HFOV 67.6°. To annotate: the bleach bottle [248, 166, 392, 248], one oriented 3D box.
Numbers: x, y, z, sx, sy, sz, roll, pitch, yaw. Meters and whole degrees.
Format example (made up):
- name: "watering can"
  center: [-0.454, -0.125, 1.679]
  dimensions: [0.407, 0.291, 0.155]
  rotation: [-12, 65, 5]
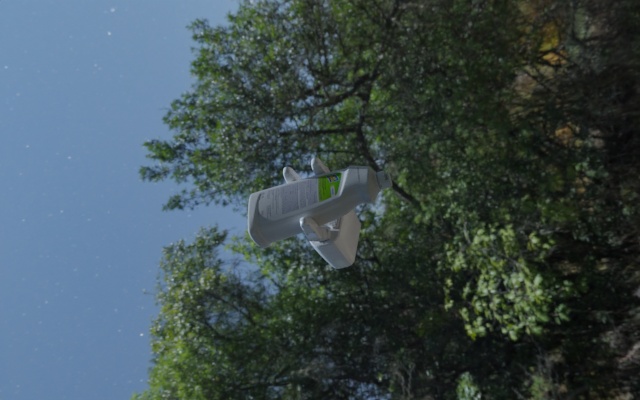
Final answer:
- name: "bleach bottle"
  center: [0.000, 0.003, 0.824]
  dimensions: [0.251, 0.102, 0.068]
  rotation: [-16, -37, 15]
